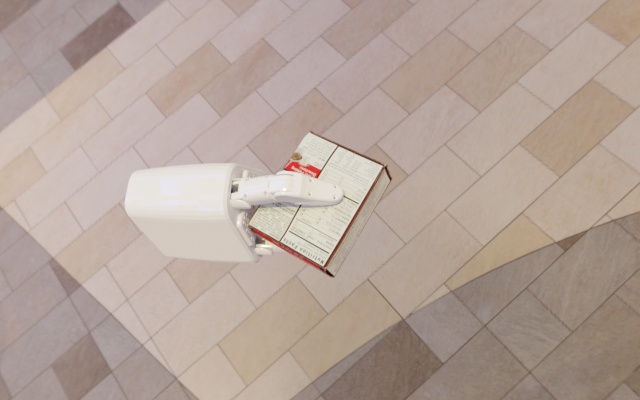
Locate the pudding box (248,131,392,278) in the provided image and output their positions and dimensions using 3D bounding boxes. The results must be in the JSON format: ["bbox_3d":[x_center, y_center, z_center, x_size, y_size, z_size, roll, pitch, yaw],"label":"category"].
[{"bbox_3d":[0.000,0.001,0.446,0.090,0.113,0.039,28,-9,22],"label":"pudding box"}]
